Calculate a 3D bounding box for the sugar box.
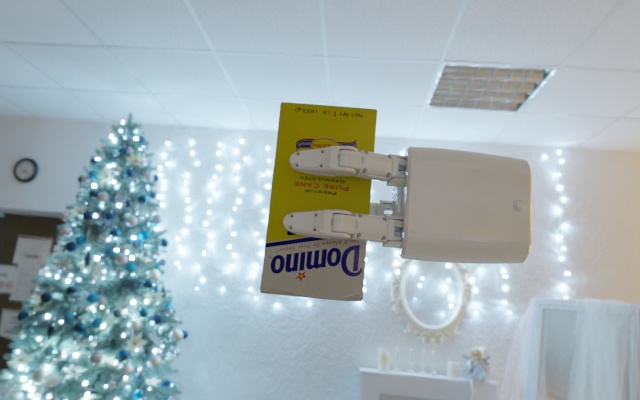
[{"bbox_3d":[0.000,0.001,0.444,0.093,0.176,0.048,4,-11,3],"label":"sugar box"}]
